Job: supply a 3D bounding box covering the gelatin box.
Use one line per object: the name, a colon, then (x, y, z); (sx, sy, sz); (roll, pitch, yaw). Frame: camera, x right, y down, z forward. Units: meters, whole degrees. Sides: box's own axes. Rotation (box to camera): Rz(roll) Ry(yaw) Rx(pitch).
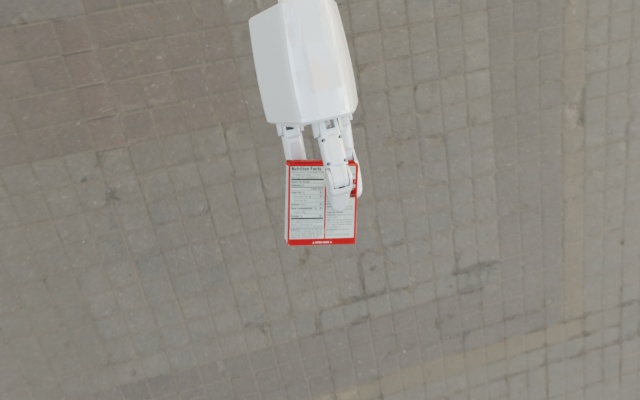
gelatin box: (0.000, 0.002, 0.501); (0.073, 0.089, 0.030); (-1, 10, -11)
